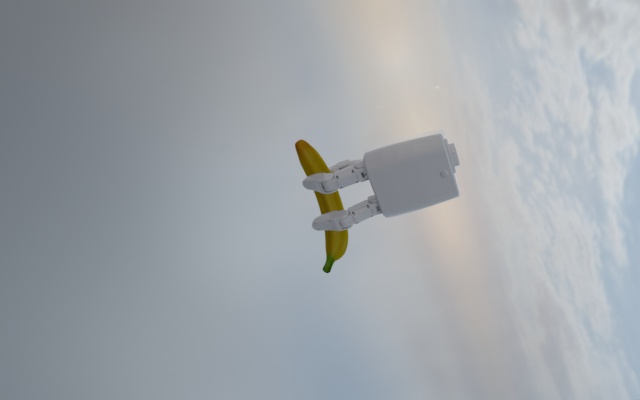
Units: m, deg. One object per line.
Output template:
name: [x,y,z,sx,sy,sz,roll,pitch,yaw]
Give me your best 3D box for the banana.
banana: [0.008,0.004,0.714,0.037,0.198,0.069,-14,1,23]
